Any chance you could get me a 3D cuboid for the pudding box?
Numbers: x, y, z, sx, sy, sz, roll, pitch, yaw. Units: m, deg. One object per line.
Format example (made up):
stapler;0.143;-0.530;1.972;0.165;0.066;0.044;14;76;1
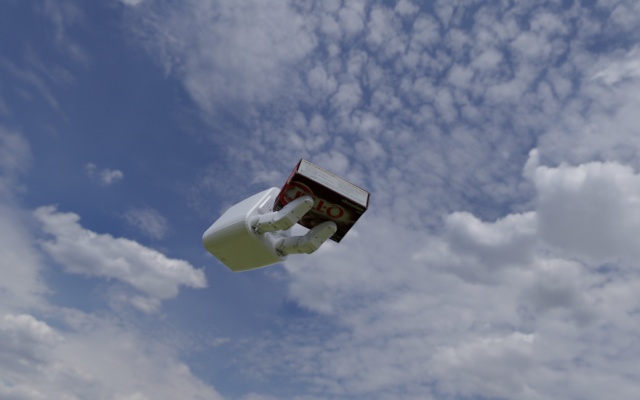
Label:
pudding box;0.000;0.002;0.675;0.113;0.039;0.090;25;-44;-11
